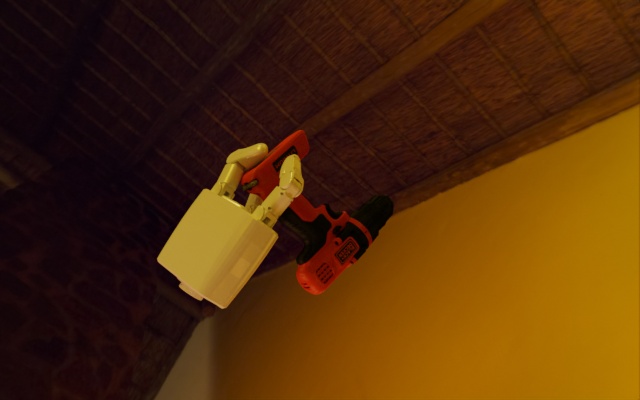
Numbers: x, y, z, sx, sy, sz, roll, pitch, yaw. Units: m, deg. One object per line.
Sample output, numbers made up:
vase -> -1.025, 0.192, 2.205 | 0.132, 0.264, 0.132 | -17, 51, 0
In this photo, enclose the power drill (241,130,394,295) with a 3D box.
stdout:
power drill -> 0.000, 0.002, 0.641 | 0.184, 0.188, 0.057 | -44, 12, -29
